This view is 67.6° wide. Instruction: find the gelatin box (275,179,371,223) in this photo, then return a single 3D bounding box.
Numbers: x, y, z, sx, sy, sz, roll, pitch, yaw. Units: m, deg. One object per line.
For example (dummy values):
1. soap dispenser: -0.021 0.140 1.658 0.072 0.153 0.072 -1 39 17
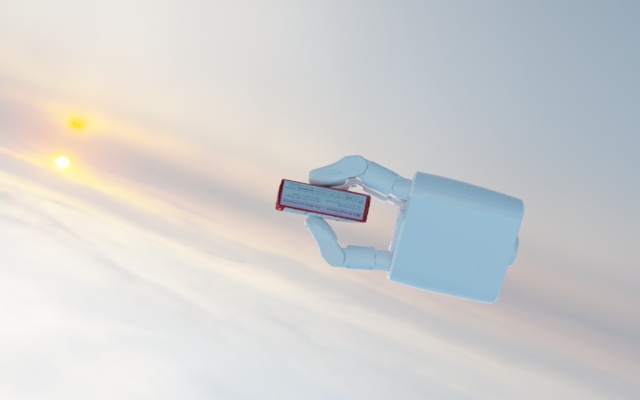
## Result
1. gelatin box: 0.000 0.002 0.486 0.089 0.030 0.073 10 -5 -6
